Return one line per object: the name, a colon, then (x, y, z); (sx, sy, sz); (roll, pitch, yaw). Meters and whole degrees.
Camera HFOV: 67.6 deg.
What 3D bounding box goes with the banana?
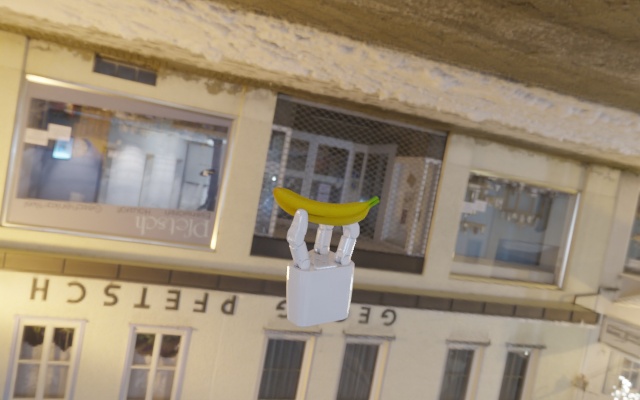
banana: (-0.004, 0.011, 0.810); (0.198, 0.037, 0.069); (8, 30, 21)
